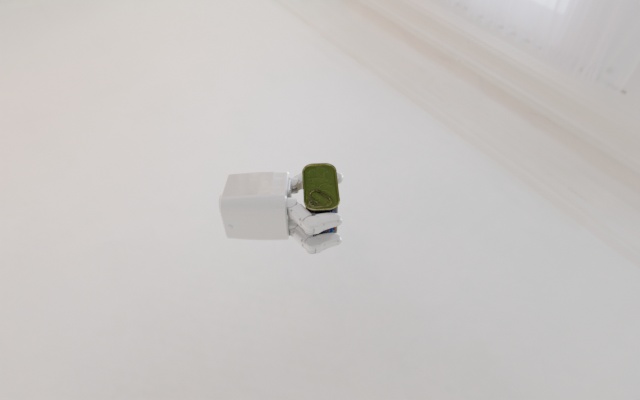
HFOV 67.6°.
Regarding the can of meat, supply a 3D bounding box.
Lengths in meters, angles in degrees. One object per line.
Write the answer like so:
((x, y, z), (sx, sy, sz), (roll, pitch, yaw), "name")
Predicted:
((0.000, 0.003, 0.796), (0.057, 0.102, 0.084), (-3, -41, -3), "can of meat")
